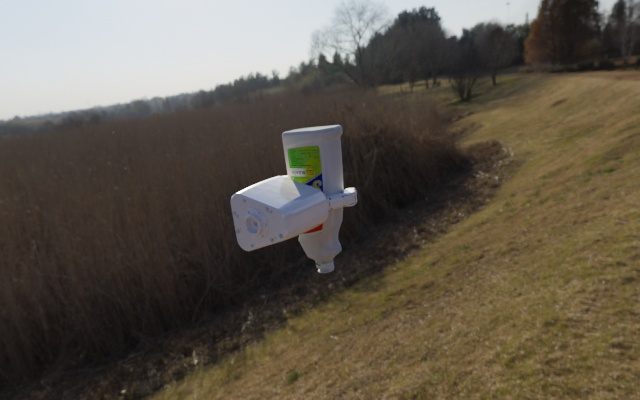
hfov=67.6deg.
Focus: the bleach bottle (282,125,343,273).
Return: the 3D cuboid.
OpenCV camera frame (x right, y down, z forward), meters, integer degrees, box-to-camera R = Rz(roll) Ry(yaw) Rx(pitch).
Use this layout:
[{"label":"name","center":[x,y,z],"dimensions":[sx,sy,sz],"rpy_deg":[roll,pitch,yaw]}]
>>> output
[{"label":"bleach bottle","center":[0.000,0.003,0.815],"dimensions":[0.102,0.251,0.068],"rpy_deg":[1,15,33]}]
